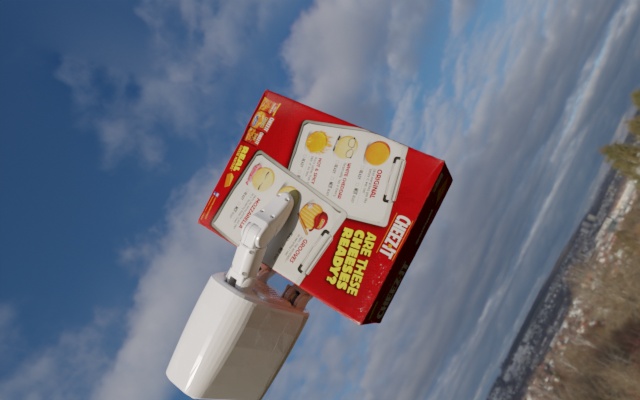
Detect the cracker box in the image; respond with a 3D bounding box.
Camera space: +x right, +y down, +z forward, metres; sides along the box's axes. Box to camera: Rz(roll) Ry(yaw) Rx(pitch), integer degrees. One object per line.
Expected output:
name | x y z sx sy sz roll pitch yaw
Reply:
cracker box | 0.000 0.001 0.489 0.213 0.164 0.072 27 -1 27
